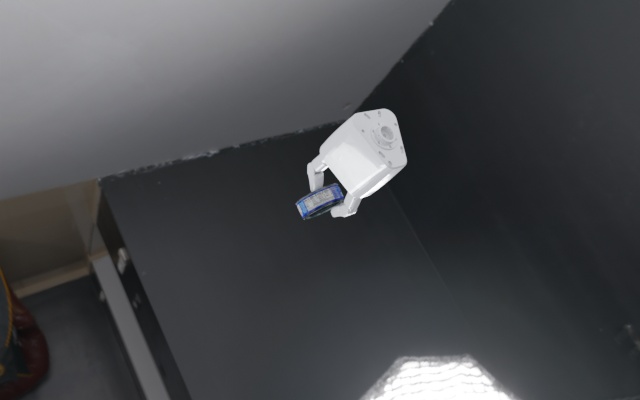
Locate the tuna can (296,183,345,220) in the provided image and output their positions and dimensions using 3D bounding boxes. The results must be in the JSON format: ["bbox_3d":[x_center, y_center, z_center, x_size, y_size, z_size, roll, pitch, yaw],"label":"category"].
[{"bbox_3d":[0.000,0.003,0.868,0.086,0.033,0.086,-25,-8,-4],"label":"tuna can"}]
